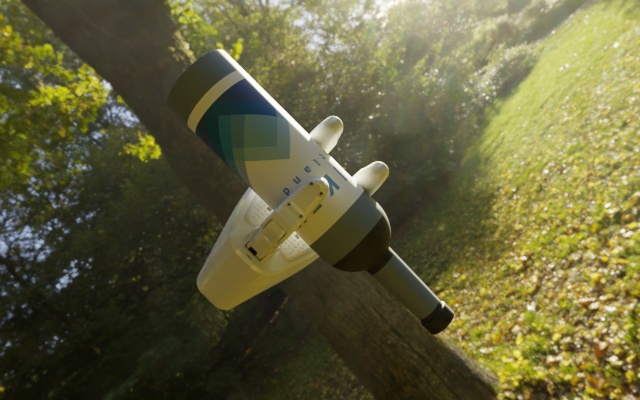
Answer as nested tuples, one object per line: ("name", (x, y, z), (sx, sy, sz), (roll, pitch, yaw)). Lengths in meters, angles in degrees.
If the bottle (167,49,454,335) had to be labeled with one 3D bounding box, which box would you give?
("bottle", (0.000, 0.001, 0.405), (0.296, 0.069, 0.069), (45, 1, -1))
